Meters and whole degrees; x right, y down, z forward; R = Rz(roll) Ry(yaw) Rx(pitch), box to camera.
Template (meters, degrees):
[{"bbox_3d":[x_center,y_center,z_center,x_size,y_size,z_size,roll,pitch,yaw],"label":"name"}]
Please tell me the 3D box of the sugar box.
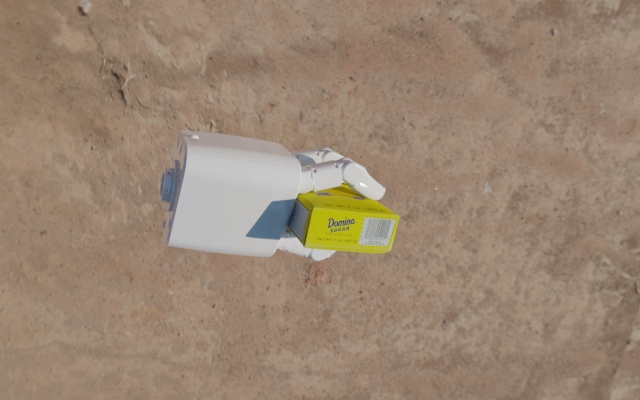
[{"bbox_3d":[0.000,0.001,0.513,0.093,0.048,0.176,7,17,-24],"label":"sugar box"}]
